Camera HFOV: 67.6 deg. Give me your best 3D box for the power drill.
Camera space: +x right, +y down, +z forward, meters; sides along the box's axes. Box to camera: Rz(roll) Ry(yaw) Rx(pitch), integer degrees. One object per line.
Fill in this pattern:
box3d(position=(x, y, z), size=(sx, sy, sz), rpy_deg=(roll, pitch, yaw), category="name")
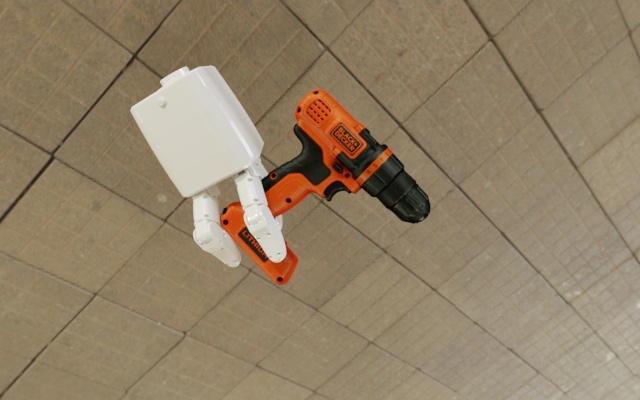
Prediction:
box3d(position=(0.000, 0.002, 0.521), size=(0.187, 0.184, 0.057), rpy_deg=(-45, -4, 2), category="power drill")
